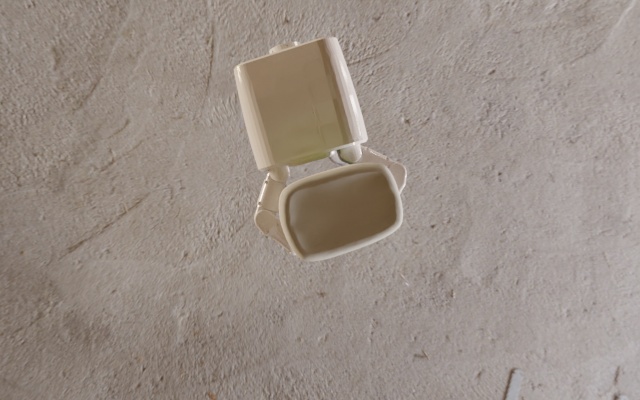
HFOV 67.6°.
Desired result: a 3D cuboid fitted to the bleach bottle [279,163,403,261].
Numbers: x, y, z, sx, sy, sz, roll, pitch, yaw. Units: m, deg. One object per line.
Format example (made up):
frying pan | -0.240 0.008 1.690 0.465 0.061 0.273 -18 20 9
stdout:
bleach bottle | 0.000 0.002 0.498 0.102 0.068 0.251 -17 5 -8
